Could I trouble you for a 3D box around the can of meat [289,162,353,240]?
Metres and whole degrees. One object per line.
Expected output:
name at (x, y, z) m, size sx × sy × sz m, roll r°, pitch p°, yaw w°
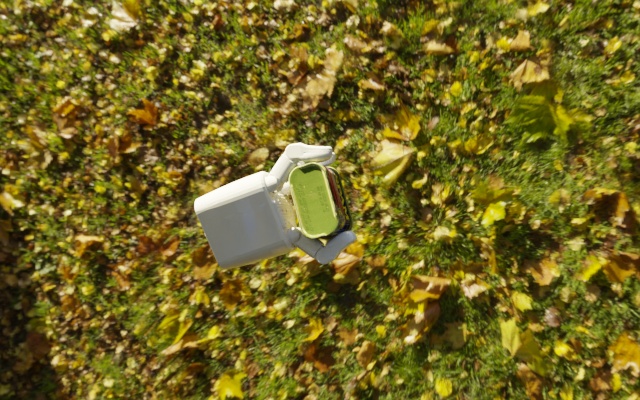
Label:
can of meat at (0.000, 0.002, 0.641) m, size 0.057 × 0.102 × 0.084 m, roll -17°, pitch -7°, yaw 13°
